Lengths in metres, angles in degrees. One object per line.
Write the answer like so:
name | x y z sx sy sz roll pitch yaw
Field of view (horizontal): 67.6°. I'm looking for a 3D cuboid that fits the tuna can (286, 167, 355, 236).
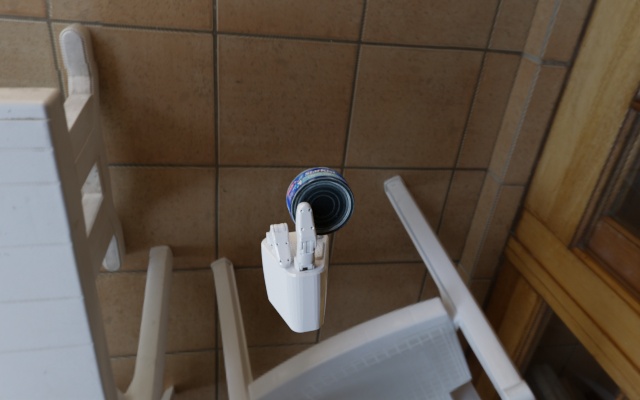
tuna can | 0.000 0.002 0.620 0.086 0.086 0.033 0 25 -12
